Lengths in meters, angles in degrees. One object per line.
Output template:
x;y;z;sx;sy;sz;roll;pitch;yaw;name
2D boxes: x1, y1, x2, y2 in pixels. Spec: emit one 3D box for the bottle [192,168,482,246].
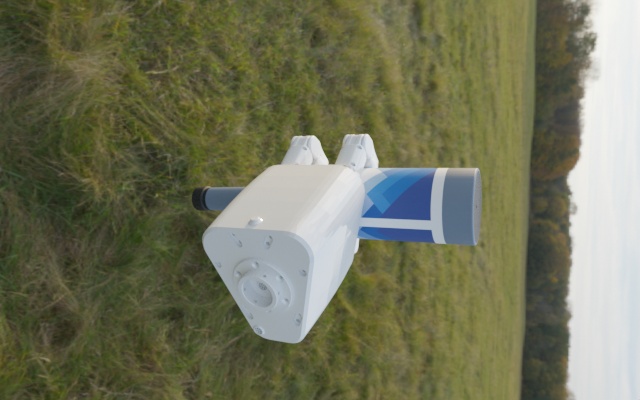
0.000;0.002;0.468;0.295;0.069;0.069;2;1;24;bottle
